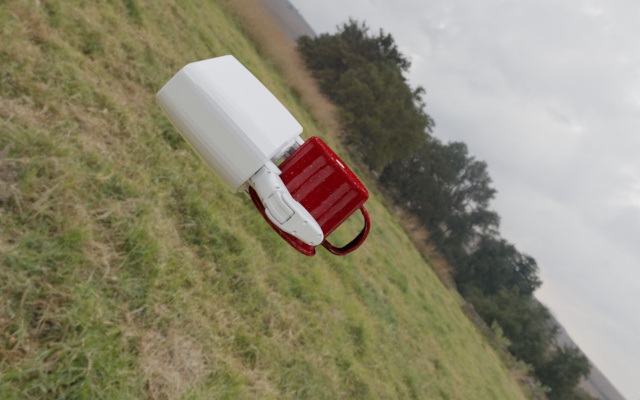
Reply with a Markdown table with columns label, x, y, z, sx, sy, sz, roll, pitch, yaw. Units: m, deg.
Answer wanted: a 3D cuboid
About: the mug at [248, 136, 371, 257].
| label | x | y | z | sx | sy | sz | roll | pitch | yaw |
| --- | --- | --- | --- | --- | --- | --- | --- | --- | --- |
| mug | 0.001 | 0.002 | 0.461 | 0.081 | 0.117 | 0.093 | -42 | 7 | 8 |
